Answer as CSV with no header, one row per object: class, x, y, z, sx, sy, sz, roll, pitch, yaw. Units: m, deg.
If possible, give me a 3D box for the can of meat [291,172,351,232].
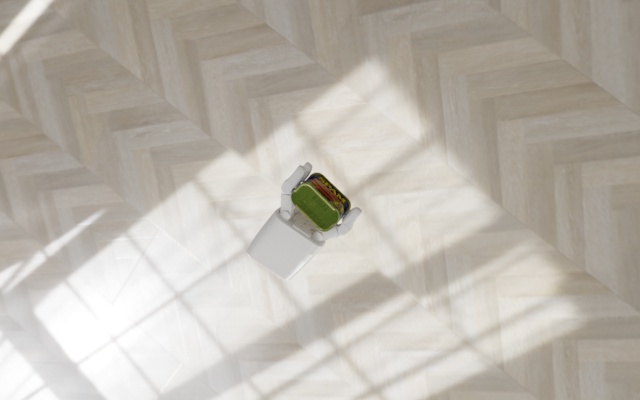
can of meat,0.000,0.003,0.876,0.057,0.102,0.084,-46,-1,21
